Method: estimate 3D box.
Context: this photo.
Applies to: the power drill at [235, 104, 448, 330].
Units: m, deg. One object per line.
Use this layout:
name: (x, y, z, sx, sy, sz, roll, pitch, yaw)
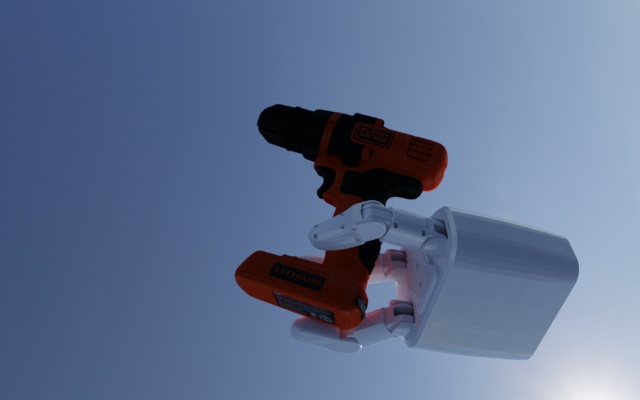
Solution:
power drill: (0.000, 0.002, 0.415, 0.184, 0.187, 0.057, 16, -26, 16)
